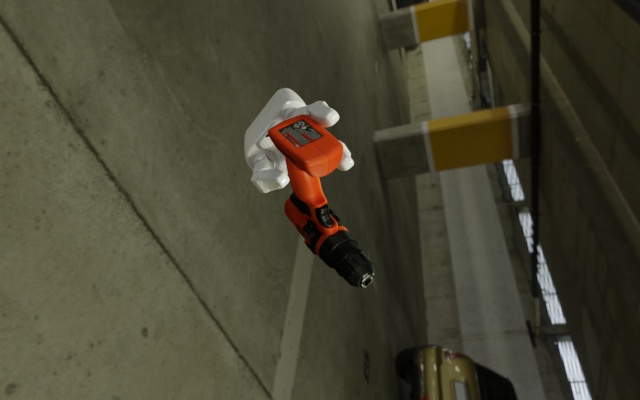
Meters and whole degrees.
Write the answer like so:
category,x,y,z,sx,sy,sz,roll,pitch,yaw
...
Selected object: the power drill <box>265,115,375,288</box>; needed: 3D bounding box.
category,x,y,z,sx,sy,sz,roll,pitch,yaw
power drill,0.000,0.001,0.595,0.057,0.188,0.184,-28,46,-20
